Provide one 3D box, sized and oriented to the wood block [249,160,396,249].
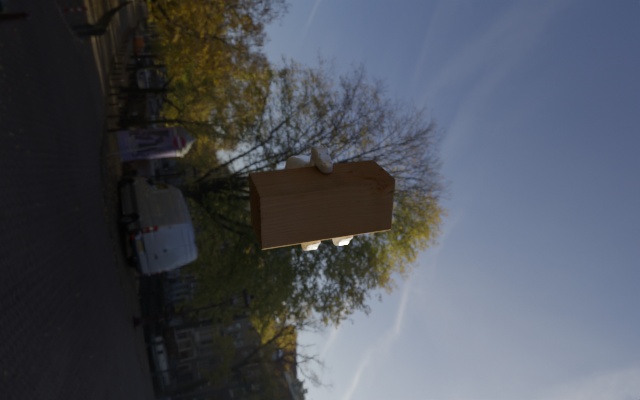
[{"bbox_3d":[0.000,0.002,0.738,0.206,0.091,0.090,-8,28,-16],"label":"wood block"}]
